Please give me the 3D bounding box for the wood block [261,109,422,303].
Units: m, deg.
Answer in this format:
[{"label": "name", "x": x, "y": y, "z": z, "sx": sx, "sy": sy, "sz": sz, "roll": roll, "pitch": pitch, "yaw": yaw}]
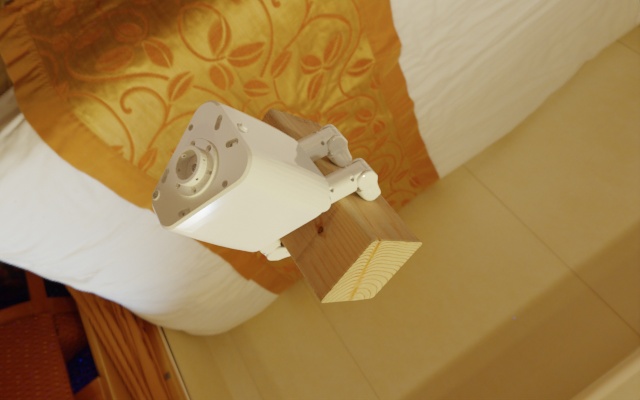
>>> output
[{"label": "wood block", "x": 0.000, "y": 0.002, "z": 0.528, "sx": 0.090, "sy": 0.091, "sz": 0.206, "roll": 7, "pitch": 38, "yaw": -48}]
